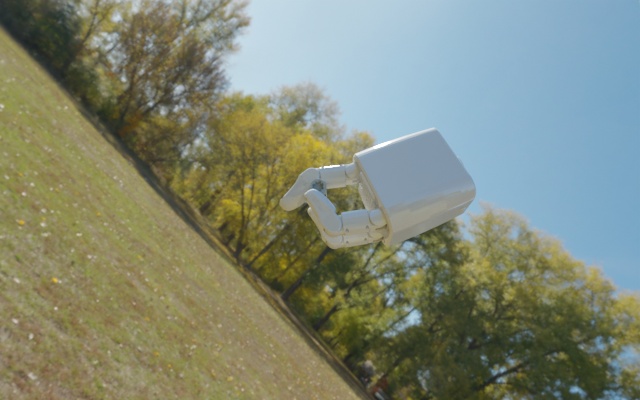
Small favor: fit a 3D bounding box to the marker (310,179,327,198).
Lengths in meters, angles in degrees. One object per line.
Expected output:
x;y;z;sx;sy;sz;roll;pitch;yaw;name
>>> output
0.000;0.002;0.601;0.020;0.020;0.121;0;-18;3;marker
